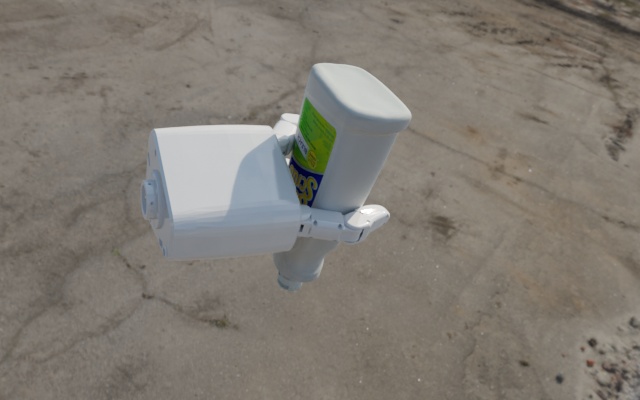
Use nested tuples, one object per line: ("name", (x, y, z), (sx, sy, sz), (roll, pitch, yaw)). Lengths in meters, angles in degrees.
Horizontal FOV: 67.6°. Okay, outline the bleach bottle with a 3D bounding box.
("bleach bottle", (0.000, 0.001, 0.472), (0.068, 0.251, 0.102), (-4, 41, -29))
